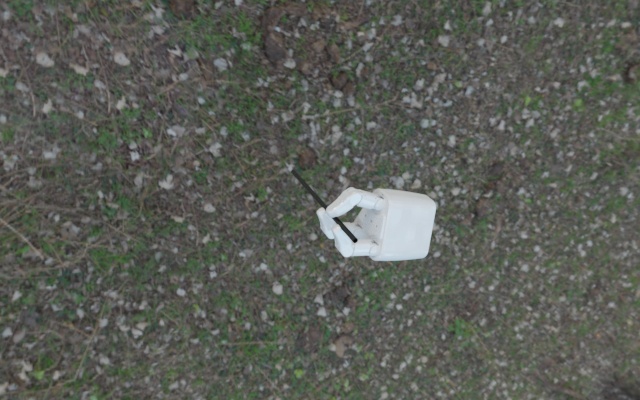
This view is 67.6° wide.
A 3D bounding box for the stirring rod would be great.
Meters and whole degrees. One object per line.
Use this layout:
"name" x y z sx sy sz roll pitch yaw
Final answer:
"stirring rod" 0.000 0.002 0.787 0.011 0.011 0.239 0 28 -29
